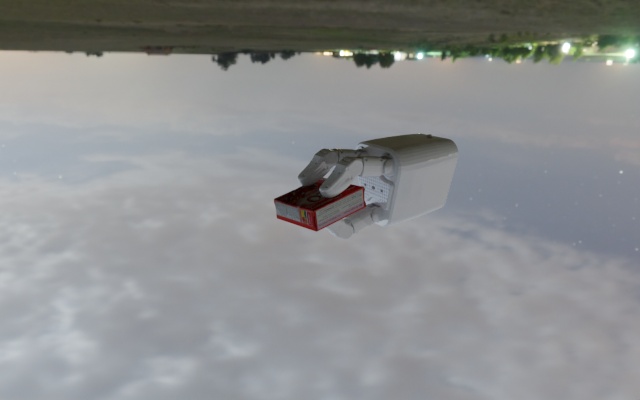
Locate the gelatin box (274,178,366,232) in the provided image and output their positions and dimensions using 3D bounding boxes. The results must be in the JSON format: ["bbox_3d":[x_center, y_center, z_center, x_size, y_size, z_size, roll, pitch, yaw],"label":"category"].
[{"bbox_3d":[0.000,0.002,0.584,0.089,0.030,0.073,-25,28,-38],"label":"gelatin box"}]
